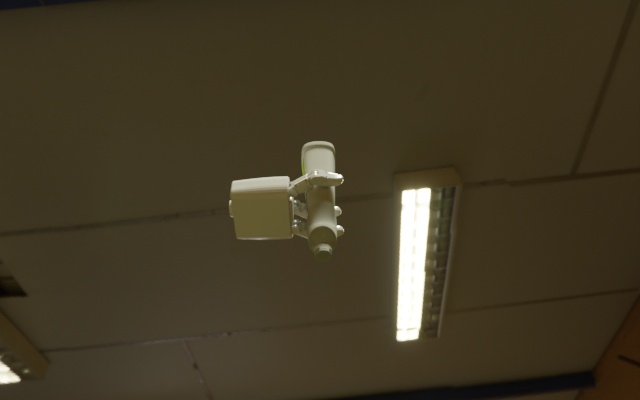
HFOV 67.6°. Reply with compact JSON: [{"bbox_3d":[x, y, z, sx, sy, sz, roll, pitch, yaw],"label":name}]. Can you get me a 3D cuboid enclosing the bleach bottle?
[{"bbox_3d":[0.000,0.003,0.886,0.068,0.103,0.250,-2,42,-1],"label":"bleach bottle"}]
